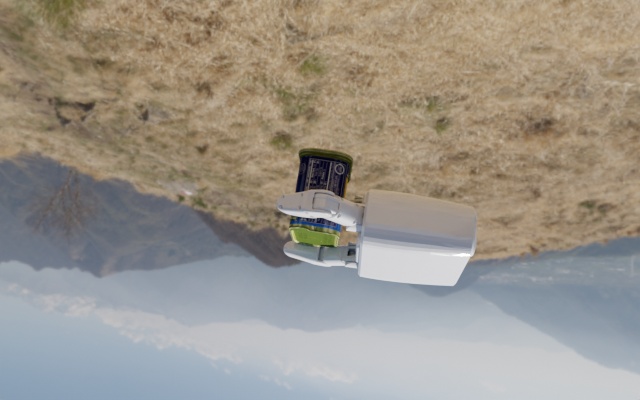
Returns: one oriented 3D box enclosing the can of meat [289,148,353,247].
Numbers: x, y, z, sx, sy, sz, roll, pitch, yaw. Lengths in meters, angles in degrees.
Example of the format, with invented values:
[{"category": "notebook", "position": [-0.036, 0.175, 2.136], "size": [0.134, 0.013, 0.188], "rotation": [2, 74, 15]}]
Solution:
[{"category": "can of meat", "position": [0.000, 0.002, 0.512], "size": [0.057, 0.084, 0.102], "rotation": [8, -14, 3]}]
